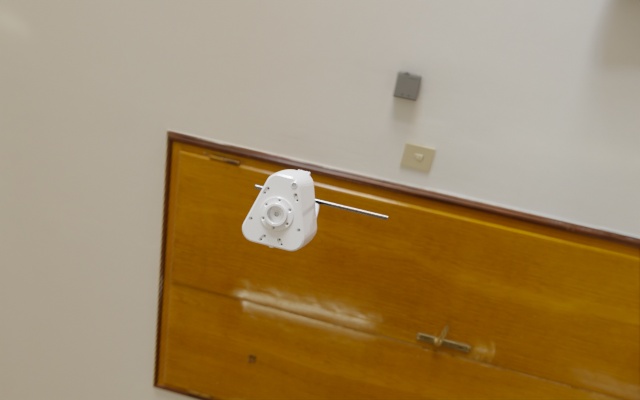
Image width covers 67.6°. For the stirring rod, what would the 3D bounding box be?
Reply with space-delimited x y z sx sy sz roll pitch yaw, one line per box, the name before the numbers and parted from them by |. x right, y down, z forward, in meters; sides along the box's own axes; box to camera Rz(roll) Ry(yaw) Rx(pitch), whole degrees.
stirring rod | 0.000 0.003 0.841 0.239 0.011 0.011 13 1 6
